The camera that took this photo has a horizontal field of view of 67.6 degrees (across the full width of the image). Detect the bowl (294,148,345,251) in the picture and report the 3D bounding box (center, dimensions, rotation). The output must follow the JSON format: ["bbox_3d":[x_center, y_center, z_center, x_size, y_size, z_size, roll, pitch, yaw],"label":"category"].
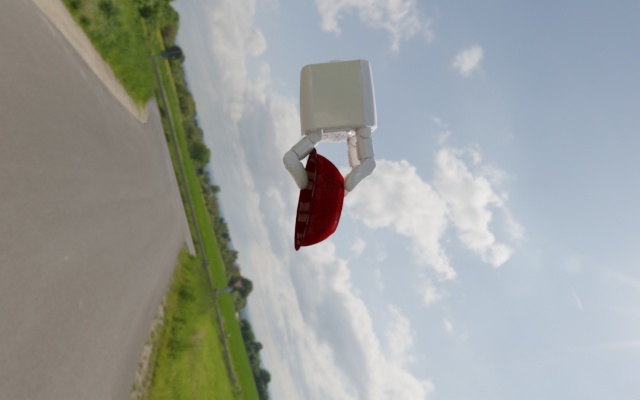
[{"bbox_3d":[0.000,0.004,0.740,0.055,0.162,0.162,10,-2,-9],"label":"bowl"}]
